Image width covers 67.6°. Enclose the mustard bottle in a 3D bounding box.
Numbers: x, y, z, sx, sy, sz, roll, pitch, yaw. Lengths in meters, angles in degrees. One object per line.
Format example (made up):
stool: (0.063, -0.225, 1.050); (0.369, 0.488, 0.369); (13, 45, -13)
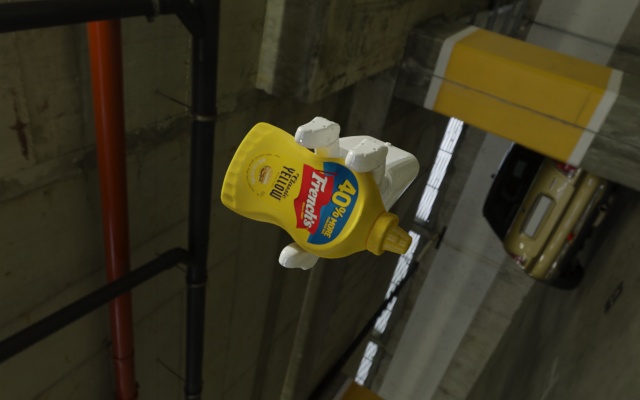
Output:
mustard bottle: (0.000, 0.001, 0.465); (0.191, 0.096, 0.058); (27, 0, 21)
